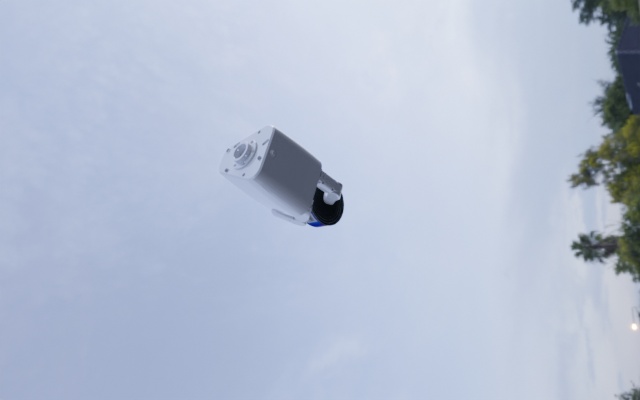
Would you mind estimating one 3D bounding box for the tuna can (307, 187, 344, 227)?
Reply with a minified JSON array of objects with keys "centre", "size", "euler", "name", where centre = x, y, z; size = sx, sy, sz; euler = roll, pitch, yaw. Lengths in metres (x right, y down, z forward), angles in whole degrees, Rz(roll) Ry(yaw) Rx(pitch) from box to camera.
[{"centre":[0.000,0.003,0.816],"size":[0.034,0.086,0.086],"euler":[-12,-8,42],"name":"tuna can"}]
